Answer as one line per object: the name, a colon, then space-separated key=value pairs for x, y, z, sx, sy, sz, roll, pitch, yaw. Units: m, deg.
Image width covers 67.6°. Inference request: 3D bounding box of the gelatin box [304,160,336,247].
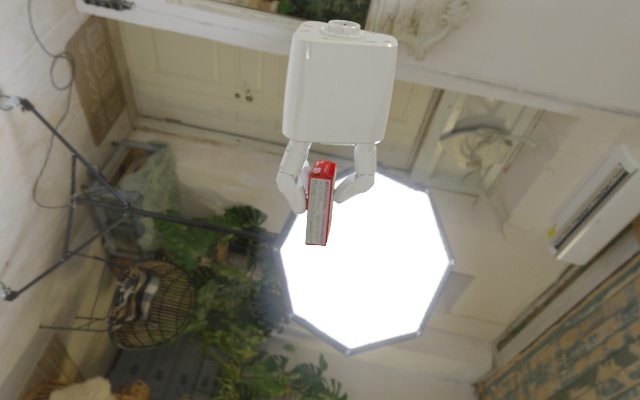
gelatin box: x=0.001 y=0.002 z=0.582 sx=0.030 sy=0.089 sz=0.073 roll=5 pitch=18 yaw=4
